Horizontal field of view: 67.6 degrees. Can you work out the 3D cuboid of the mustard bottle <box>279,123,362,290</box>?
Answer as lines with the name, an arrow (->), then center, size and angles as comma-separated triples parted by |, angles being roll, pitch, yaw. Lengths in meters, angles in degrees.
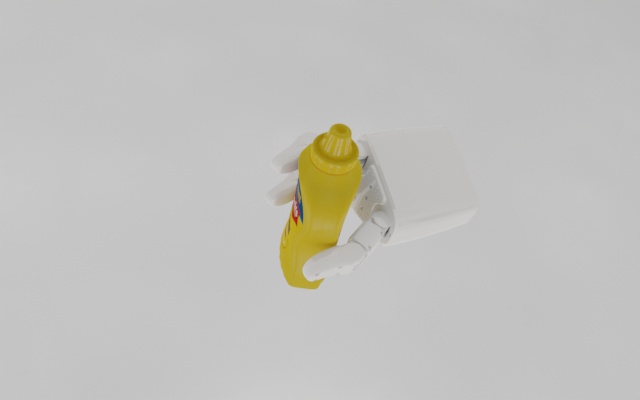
mustard bottle -> 0.000, 0.002, 0.462 | 0.058, 0.096, 0.192 | 10, -39, -6
